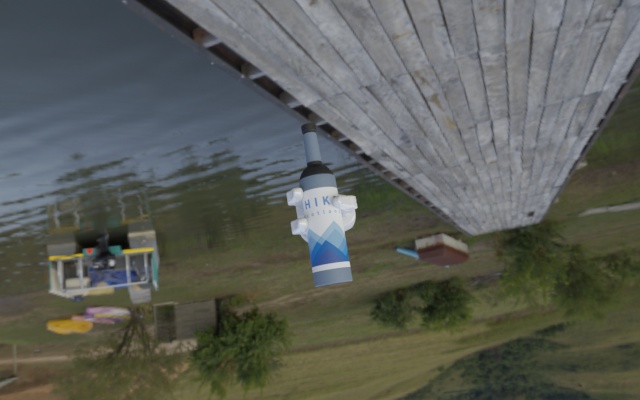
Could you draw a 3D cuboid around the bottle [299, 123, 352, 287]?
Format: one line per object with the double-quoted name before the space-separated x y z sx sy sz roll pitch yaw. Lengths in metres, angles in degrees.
"bottle" 0.000 0.003 0.859 0.069 0.295 0.069 -9 -12 -2
